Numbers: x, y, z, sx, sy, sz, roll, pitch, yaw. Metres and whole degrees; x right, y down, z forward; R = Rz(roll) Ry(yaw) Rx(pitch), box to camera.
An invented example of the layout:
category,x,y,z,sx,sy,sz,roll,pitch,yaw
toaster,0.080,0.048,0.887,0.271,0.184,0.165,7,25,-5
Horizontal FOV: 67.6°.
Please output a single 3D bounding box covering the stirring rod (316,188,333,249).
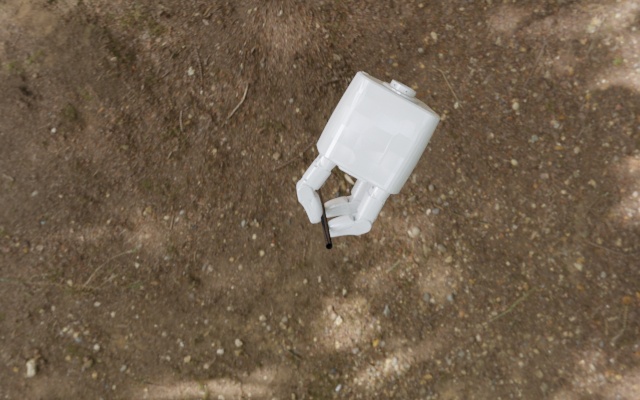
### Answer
category,x,y,z,sx,sy,sz,roll,pitch,yaw
stirring rod,0.000,0.002,0.662,0.011,0.011,0.239,0,25,-5
